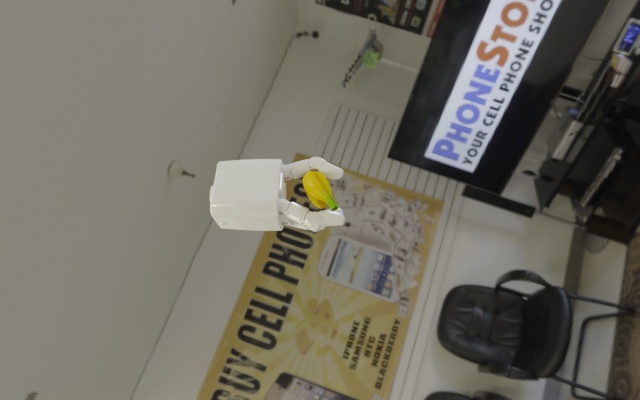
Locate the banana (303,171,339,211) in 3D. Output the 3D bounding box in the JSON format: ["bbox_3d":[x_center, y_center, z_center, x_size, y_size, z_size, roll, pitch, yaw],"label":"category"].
[{"bbox_3d":[-0.006,-0.015,0.790,0.037,0.069,0.198,-19,2,-2],"label":"banana"}]
